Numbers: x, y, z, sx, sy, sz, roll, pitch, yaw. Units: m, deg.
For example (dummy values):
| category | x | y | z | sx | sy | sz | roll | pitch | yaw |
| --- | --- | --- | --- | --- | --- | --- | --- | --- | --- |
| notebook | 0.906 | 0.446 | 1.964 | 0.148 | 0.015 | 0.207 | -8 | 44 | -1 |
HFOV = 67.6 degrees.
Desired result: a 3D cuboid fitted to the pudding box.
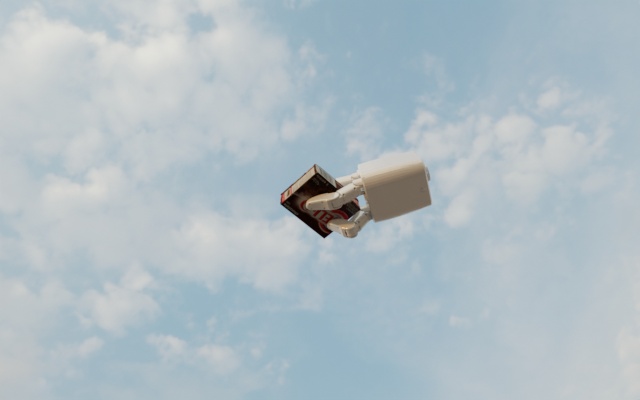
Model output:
| category | x | y | z | sx | sy | sz | roll | pitch | yaw |
| --- | --- | --- | --- | --- | --- | --- | --- | --- | --- |
| pudding box | 0.000 | 0.003 | 0.830 | 0.113 | 0.090 | 0.039 | 40 | 22 | -24 |
